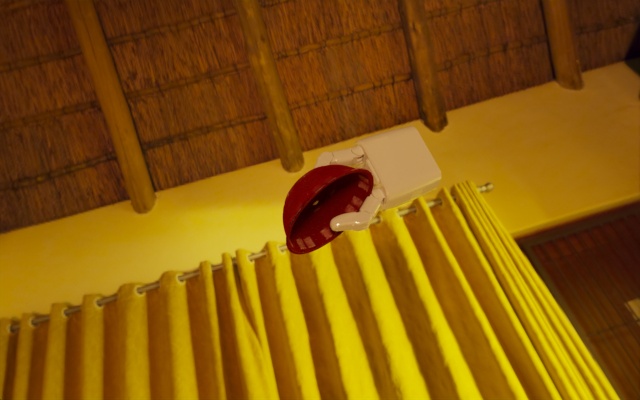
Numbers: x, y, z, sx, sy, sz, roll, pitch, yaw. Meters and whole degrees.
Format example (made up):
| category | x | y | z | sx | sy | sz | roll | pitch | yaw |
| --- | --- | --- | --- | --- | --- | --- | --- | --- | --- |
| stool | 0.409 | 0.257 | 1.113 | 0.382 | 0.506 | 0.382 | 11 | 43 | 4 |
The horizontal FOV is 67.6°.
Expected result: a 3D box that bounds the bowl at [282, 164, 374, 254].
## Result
| category | x | y | z | sx | sy | sz | roll | pitch | yaw |
| --- | --- | --- | --- | --- | --- | --- | --- | --- | --- |
| bowl | -0.001 | 0.002 | 0.693 | 0.055 | 0.162 | 0.162 | 46 | 24 | 26 |
